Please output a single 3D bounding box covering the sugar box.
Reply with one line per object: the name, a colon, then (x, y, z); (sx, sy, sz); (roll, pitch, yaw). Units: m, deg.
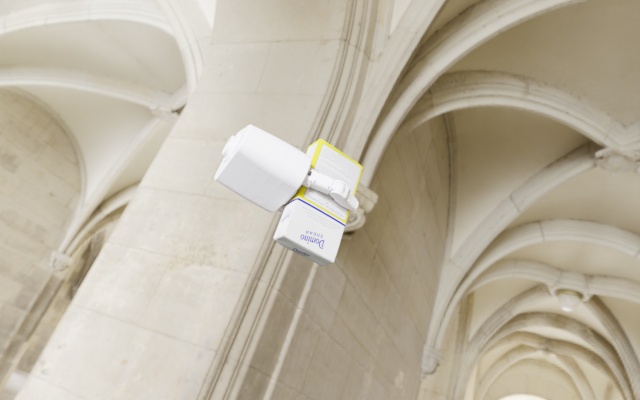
sugar box: (0.000, 0.002, 0.742); (0.093, 0.176, 0.048); (31, -26, -21)
